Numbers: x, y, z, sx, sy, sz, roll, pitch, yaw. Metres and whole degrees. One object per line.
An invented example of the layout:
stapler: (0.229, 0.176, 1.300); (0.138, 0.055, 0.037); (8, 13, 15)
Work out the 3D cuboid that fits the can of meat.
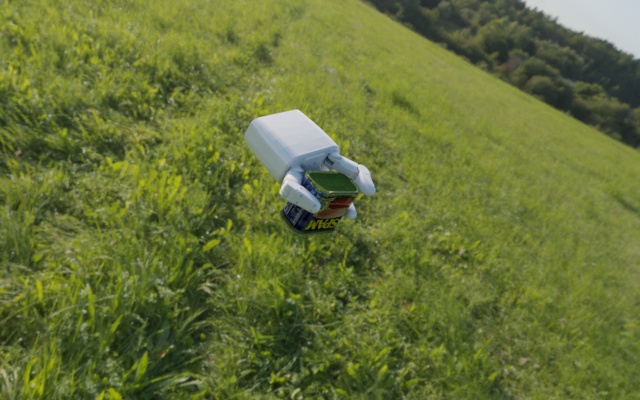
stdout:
can of meat: (0.000, 0.002, 0.724); (0.102, 0.084, 0.057); (-1, 43, -48)
